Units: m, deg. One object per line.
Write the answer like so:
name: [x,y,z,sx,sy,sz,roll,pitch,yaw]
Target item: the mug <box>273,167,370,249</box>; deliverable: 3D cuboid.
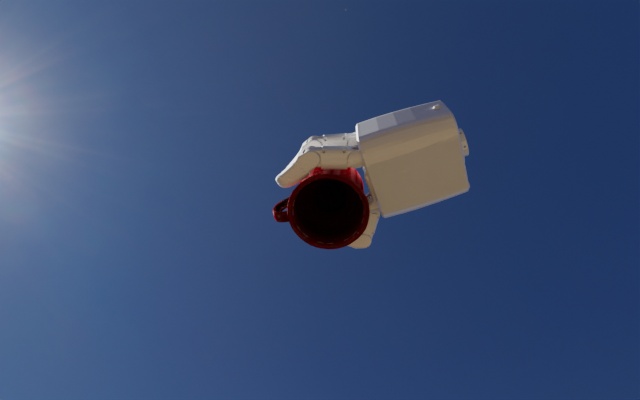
mug: [-0.001,0.002,0.574,0.117,0.093,0.081,-15,20,10]
